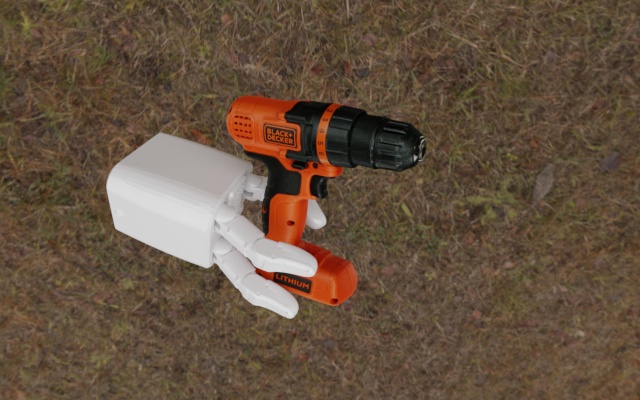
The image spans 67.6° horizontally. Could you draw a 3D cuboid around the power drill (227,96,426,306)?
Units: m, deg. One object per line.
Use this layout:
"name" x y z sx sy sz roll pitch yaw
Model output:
"power drill" 0.000 0.002 0.443 0.184 0.188 0.057 15 28 27
